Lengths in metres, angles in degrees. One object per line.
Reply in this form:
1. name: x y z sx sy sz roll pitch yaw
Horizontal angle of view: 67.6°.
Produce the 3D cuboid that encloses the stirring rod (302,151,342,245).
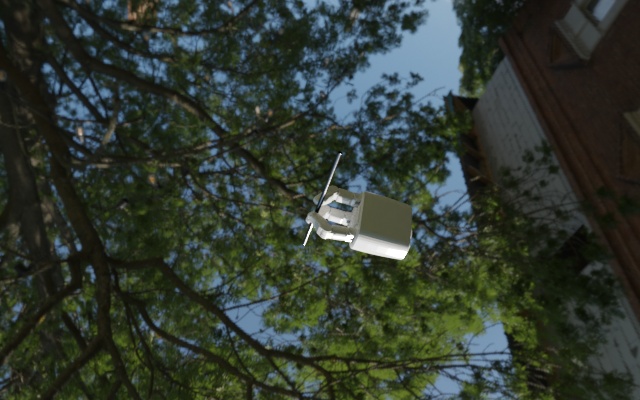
1. stirring rod: 0.000 0.003 0.891 0.011 0.011 0.240 0 -44 -23
